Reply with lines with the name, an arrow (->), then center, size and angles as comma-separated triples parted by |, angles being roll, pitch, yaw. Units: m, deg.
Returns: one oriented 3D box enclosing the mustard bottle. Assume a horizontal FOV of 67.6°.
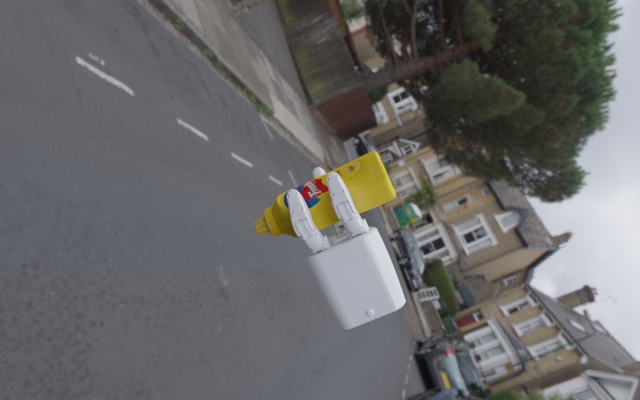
mustard bottle -> 0.000, 0.002, 0.638 | 0.191, 0.058, 0.096 | -24, 27, 9
